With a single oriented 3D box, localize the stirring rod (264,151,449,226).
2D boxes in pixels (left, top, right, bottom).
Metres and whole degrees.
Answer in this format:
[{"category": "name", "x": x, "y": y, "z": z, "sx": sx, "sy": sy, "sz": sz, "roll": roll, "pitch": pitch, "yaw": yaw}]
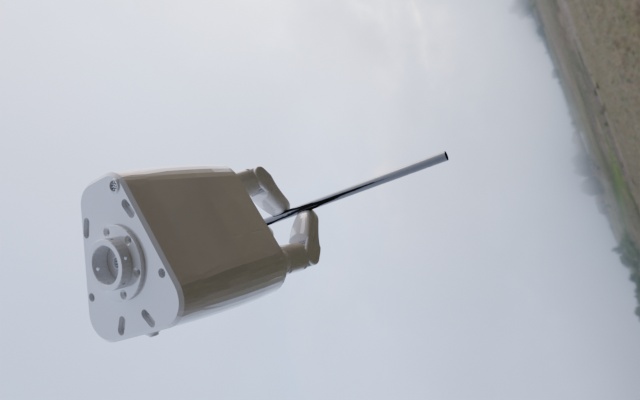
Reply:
[{"category": "stirring rod", "x": 0.000, "y": 0.001, "z": 0.431, "sx": 0.239, "sy": 0.011, "sz": 0.011, "roll": -20, "pitch": -10, "yaw": 30}]
